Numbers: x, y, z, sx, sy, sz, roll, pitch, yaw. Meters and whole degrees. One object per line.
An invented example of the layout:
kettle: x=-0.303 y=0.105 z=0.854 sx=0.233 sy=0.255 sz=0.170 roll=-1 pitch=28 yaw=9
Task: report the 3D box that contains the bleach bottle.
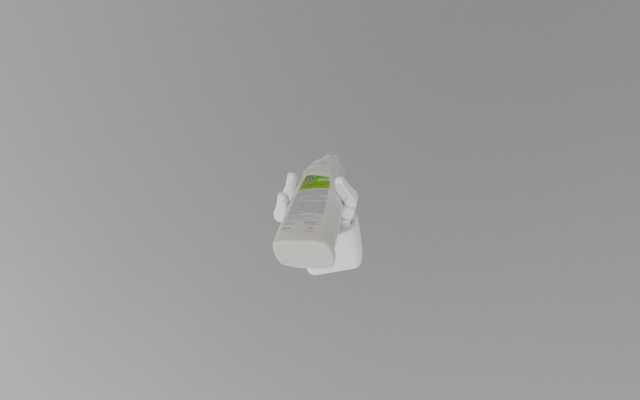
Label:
bleach bottle: x=0.000 y=0.003 z=0.830 sx=0.102 sy=0.068 sz=0.250 roll=1 pitch=42 yaw=18
